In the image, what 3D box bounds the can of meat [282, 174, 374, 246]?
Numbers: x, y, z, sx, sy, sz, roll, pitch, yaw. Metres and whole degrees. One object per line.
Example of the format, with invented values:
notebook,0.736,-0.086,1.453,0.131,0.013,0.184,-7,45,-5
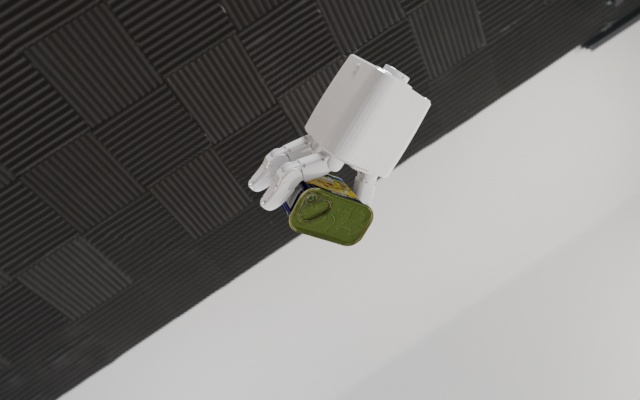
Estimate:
can of meat,0.000,0.002,0.576,0.102,0.057,0.084,18,20,-30
